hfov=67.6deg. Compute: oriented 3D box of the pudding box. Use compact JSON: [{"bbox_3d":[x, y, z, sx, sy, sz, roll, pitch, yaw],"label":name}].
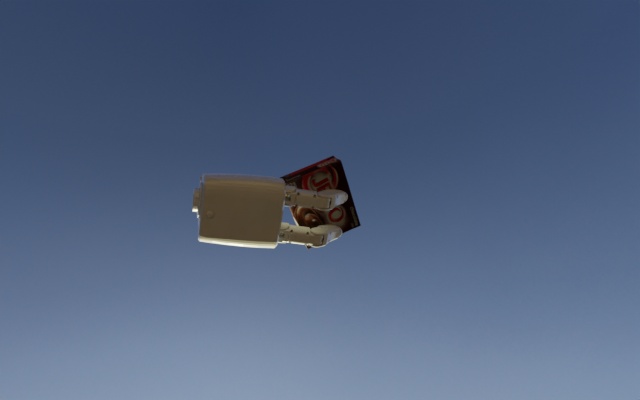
[{"bbox_3d":[0.000,0.002,0.701,0.090,0.113,0.039,-23,27,-9],"label":"pudding box"}]
